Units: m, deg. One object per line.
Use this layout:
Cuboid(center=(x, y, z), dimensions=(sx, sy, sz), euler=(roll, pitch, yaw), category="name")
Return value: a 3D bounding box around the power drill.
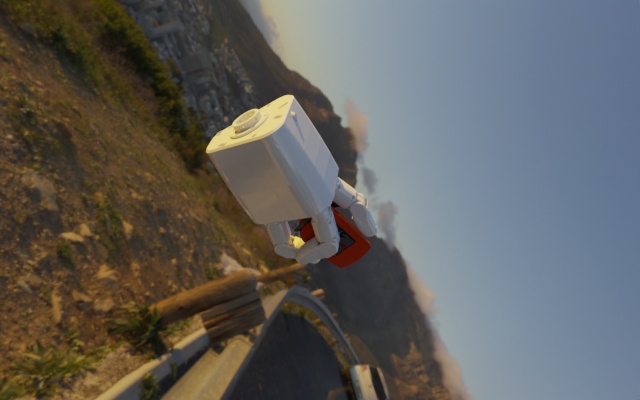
Cuboid(center=(0.000, 0.002, 0.661), dimensions=(0.184, 0.057, 0.187), euler=(39, 16, -43), category="power drill")
